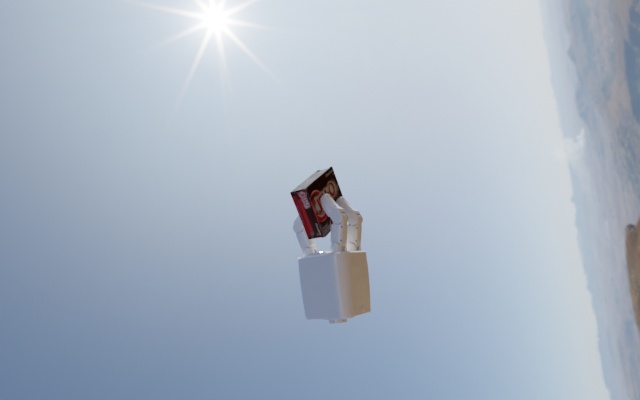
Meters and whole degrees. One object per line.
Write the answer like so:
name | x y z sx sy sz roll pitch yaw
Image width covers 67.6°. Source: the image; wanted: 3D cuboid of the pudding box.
pudding box | 0.000 0.003 0.828 0.039 0.090 0.113 -12 18 27
